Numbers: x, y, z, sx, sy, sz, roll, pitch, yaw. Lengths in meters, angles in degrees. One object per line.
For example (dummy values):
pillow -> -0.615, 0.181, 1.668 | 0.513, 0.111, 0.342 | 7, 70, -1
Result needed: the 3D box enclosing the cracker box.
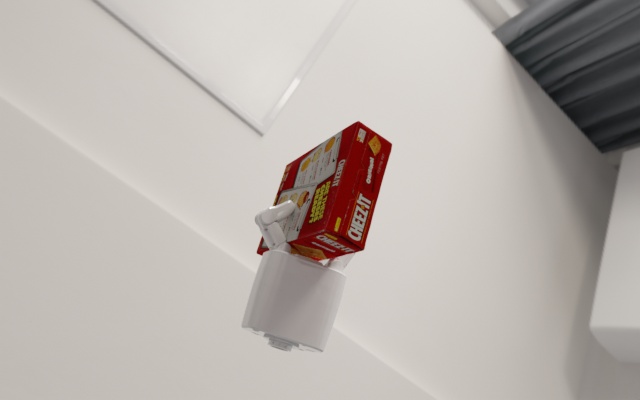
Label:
cracker box -> 0.000, 0.002, 0.692 | 0.072, 0.164, 0.214 | 27, -25, -23
